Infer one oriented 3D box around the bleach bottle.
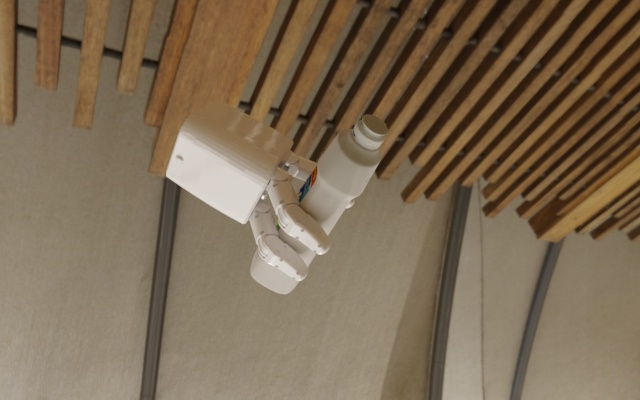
[{"bbox_3d":[0.000,0.002,0.538,0.068,0.251,0.102,30,41,-6],"label":"bleach bottle"}]
